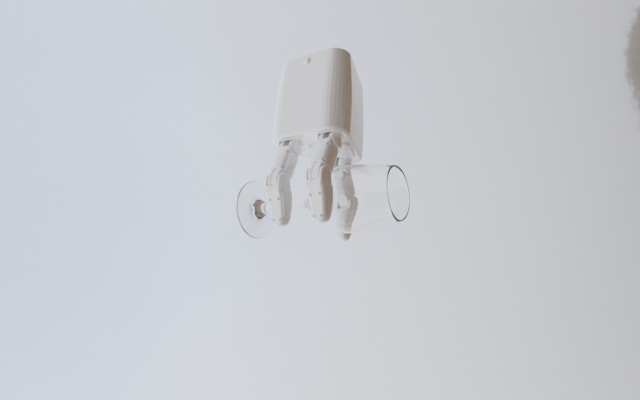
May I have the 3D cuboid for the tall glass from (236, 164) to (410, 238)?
[{"bbox_3d":[0.000,0.002,0.565,0.201,0.079,0.079,-6,-3,32],"label":"tall glass"}]
